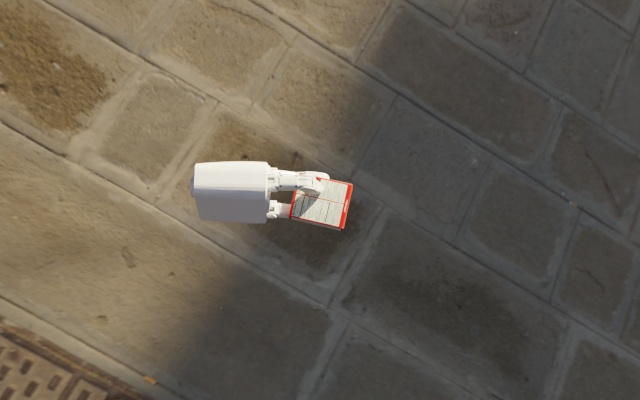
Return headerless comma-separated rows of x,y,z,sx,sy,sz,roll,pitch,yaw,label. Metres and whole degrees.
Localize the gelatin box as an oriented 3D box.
0.000,0.002,0.756,0.089,0.073,0.030,13,-13,1,gelatin box
